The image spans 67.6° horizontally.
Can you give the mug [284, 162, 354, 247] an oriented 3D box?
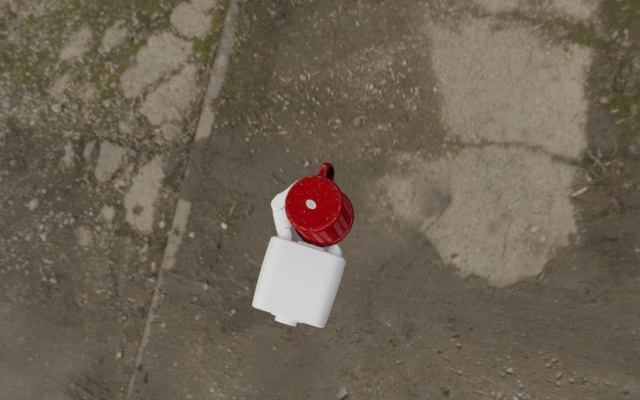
[{"bbox_3d":[0.001,0.001,0.678,0.093,0.117,0.081,13,-12,14],"label":"mug"}]
